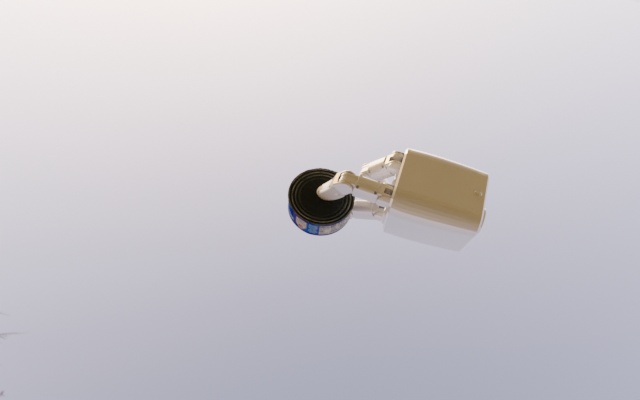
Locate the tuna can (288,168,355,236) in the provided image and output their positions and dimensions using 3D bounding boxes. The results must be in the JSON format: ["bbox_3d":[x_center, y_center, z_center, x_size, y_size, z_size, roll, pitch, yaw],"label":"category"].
[{"bbox_3d":[0.000,0.002,0.620,0.086,0.086,0.034,0,-32,-6],"label":"tuna can"}]
